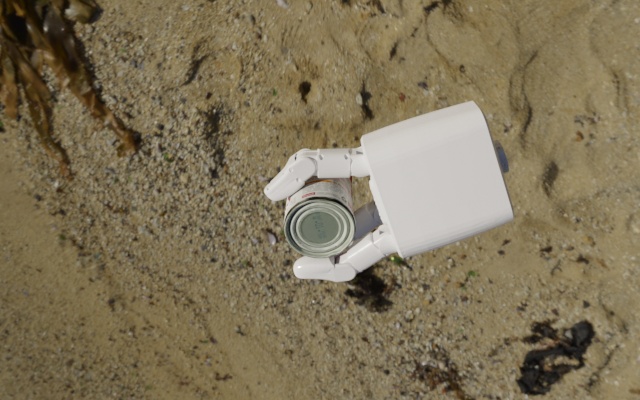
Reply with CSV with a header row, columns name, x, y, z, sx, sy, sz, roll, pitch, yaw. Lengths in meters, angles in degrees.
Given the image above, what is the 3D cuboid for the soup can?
name,x,y,z,sx,sy,sz,roll,pitch,yaw
soup can,0.000,0.002,0.474,0.068,0.068,0.102,0,30,1
